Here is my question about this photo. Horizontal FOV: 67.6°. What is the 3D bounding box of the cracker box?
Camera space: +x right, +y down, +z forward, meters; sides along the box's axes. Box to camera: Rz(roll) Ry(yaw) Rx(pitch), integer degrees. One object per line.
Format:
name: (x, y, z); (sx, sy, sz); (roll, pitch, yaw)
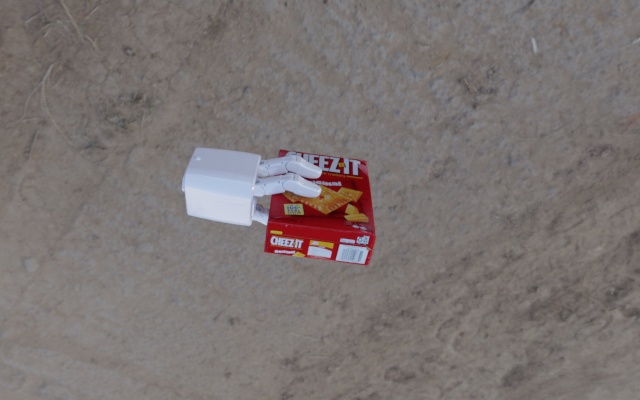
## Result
cracker box: (0.000, 0.003, 0.789); (0.164, 0.072, 0.213); (8, 36, -5)
